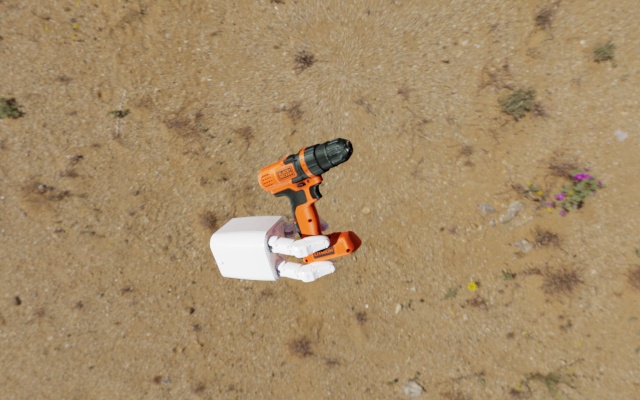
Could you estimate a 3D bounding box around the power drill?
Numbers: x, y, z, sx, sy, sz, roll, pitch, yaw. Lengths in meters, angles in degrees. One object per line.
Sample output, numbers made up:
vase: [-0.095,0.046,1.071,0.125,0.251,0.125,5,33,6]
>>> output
power drill: [0.000,0.003,0.797,0.184,0.187,0.057,-19,6,34]
